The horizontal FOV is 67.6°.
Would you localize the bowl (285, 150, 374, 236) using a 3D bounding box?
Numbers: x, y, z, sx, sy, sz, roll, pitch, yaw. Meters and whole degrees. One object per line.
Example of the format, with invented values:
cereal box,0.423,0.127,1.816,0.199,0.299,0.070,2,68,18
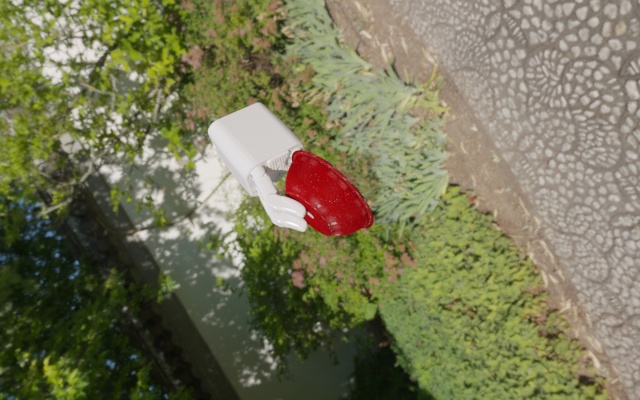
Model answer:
bowl,0.001,0.003,0.708,0.162,0.055,0.162,38,-18,15
